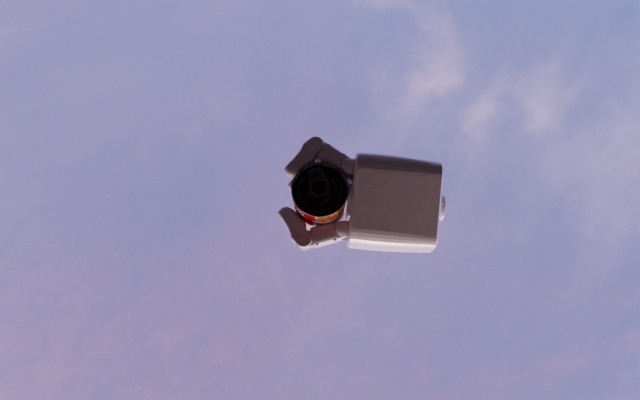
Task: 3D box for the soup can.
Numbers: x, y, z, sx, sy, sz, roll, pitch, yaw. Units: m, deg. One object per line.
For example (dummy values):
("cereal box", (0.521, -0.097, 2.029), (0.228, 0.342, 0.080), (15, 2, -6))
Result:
("soup can", (0.000, 0.002, 0.603), (0.068, 0.068, 0.102), (0, -18, 1))
